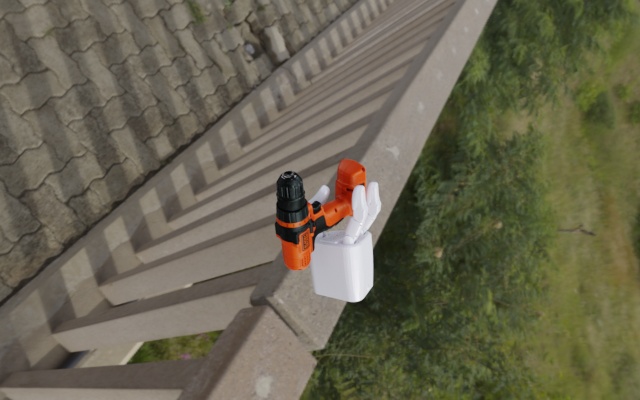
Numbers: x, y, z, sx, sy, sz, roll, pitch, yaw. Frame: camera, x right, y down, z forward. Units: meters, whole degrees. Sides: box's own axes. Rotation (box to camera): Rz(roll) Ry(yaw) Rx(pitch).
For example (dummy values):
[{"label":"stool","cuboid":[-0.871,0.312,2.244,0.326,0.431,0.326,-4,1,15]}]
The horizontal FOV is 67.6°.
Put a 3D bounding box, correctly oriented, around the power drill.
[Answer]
[{"label":"power drill","cuboid":[0.000,0.003,0.794,0.057,0.185,0.187,27,45,33]}]
